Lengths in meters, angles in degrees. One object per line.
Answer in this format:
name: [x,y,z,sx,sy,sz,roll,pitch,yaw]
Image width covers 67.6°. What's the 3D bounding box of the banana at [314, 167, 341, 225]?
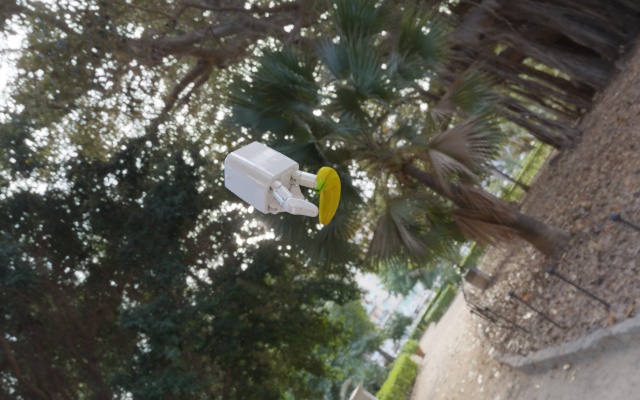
banana: [0.010,-0.013,0.865,0.037,0.069,0.198,31,-14,15]
